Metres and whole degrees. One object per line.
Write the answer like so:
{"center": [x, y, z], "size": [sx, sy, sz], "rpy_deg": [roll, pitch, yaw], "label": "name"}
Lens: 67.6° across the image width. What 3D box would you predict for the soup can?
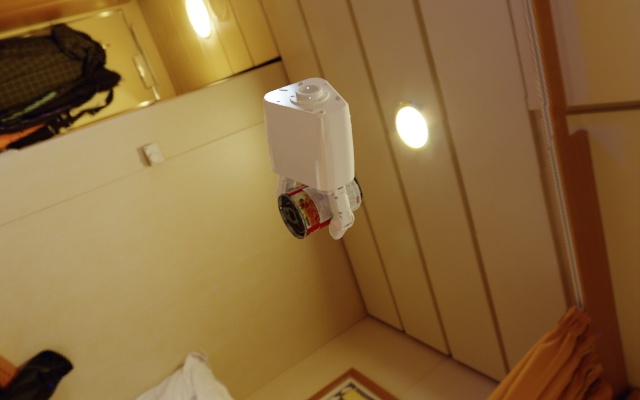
{"center": [0.000, 0.003, 0.674], "size": [0.102, 0.068, 0.068], "rpy_deg": [-27, 12, -26], "label": "soup can"}
